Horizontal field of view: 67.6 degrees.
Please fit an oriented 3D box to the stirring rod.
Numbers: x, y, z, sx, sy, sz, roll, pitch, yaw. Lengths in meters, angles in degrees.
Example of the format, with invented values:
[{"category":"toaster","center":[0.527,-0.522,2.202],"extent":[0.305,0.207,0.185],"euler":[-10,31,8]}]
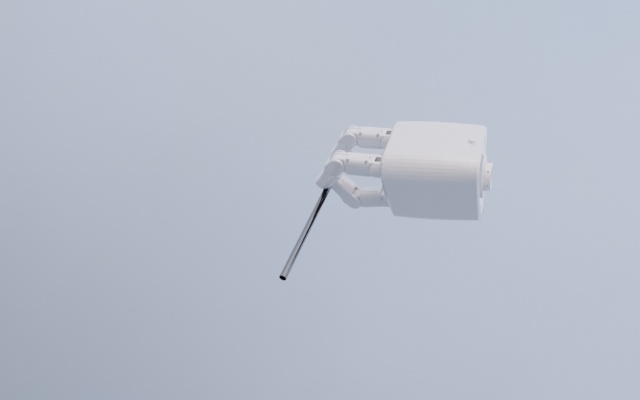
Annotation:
[{"category":"stirring rod","center":[0.000,0.002,0.579],"extent":[0.011,0.011,0.239],"euler":[0,41,26]}]
